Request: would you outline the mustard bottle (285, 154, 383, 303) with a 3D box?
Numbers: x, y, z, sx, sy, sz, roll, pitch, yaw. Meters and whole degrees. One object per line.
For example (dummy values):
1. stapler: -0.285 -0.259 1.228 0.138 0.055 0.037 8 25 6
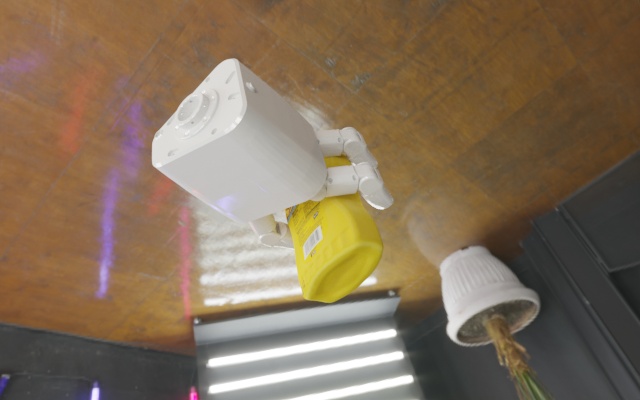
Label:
1. mustard bottle: 0.000 0.002 0.496 0.058 0.191 0.096 14 -50 -30
